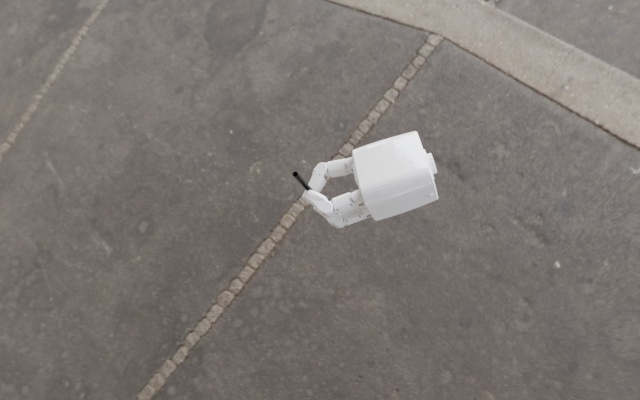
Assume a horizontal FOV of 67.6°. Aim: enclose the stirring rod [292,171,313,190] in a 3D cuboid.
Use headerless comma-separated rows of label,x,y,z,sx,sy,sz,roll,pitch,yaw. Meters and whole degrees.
stirring rod,0.000,0.003,0.791,0.011,0.011,0.240,0,-20,19
